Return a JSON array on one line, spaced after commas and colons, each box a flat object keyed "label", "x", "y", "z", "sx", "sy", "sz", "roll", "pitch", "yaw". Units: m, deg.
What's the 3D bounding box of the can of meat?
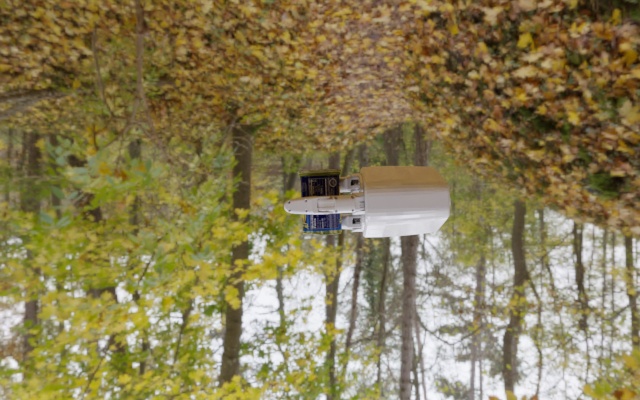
[{"label": "can of meat", "x": 0.000, "y": 0.002, "z": 0.655, "sx": 0.057, "sy": 0.084, "sz": 0.102, "roll": -3, "pitch": 1, "yaw": -1}]
